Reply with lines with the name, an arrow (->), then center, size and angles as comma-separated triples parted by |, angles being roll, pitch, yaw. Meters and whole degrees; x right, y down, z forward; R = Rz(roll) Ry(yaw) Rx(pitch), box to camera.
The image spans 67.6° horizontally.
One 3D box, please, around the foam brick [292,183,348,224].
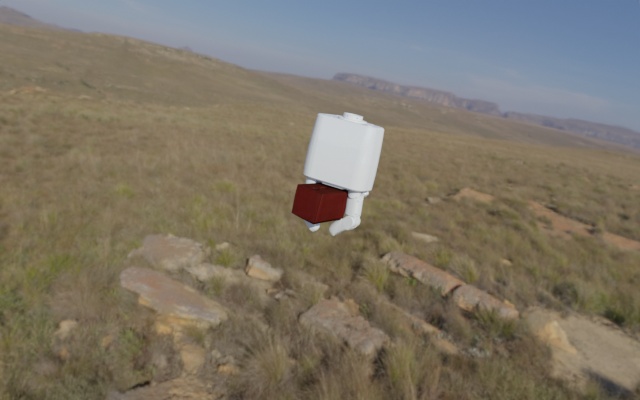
foam brick -> 0.000, 0.003, 0.779 | 0.053, 0.051, 0.078 | 24, 19, 34
